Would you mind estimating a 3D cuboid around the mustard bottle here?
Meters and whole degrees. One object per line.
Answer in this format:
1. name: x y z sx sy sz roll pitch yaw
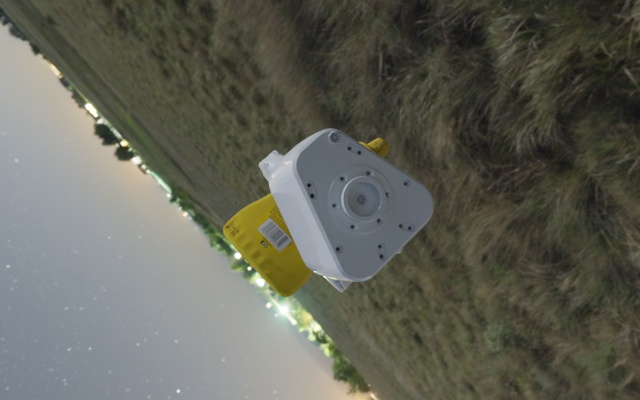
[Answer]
1. mustard bottle: 0.000 0.002 0.497 0.096 0.191 0.058 43 -13 17
